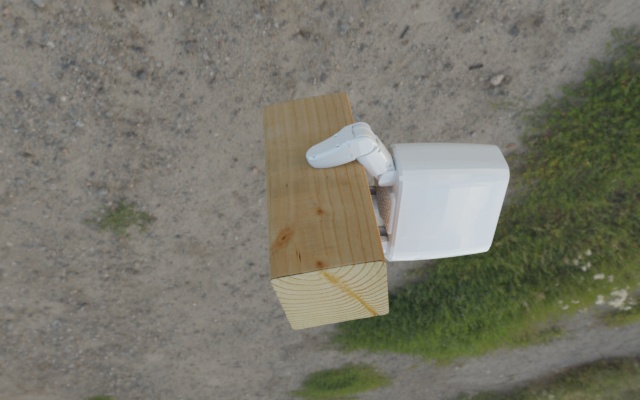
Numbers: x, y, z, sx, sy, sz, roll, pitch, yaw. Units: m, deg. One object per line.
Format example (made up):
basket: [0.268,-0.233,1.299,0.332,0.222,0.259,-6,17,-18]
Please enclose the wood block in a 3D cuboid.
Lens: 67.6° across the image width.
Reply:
wood block: [0.000,0.001,0.453,0.090,0.206,0.091,-10,-40,2]
